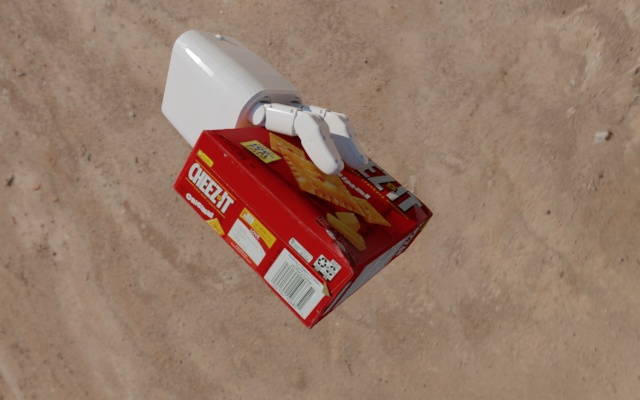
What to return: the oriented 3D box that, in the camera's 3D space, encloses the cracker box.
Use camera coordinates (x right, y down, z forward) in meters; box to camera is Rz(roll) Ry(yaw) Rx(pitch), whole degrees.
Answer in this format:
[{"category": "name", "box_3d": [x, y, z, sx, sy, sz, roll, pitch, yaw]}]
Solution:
[{"category": "cracker box", "box_3d": [0.000, 0.002, 0.449, 0.164, 0.072, 0.213, 43, 27, 15]}]
